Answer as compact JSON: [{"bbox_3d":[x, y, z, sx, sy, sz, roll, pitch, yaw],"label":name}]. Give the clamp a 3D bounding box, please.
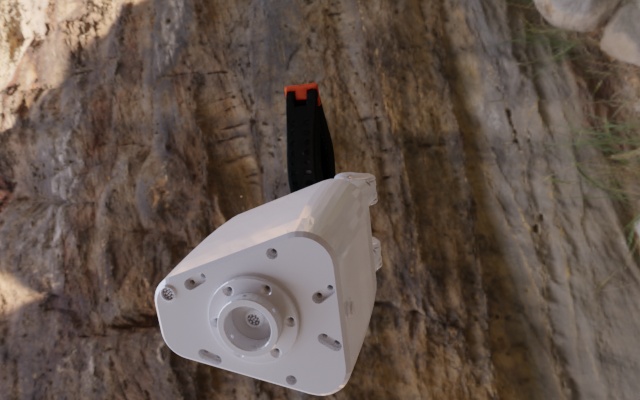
[{"bbox_3d":[-0.001,0.001,0.434,0.036,0.210,0.164,-4,14,12],"label":"clamp"}]
